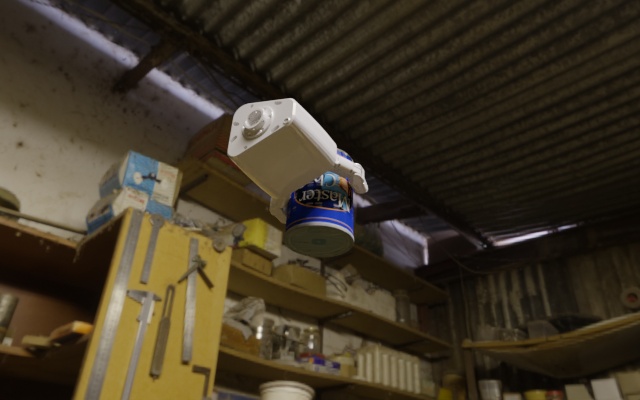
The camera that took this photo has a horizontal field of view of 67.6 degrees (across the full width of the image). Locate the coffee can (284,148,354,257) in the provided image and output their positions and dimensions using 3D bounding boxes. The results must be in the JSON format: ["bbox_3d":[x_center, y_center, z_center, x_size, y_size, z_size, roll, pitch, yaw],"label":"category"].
[{"bbox_3d":[0.000,0.003,0.732,0.103,0.140,0.103,2,-32,1],"label":"coffee can"}]
